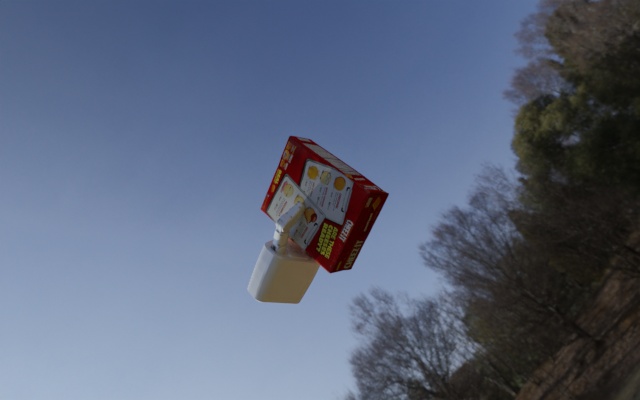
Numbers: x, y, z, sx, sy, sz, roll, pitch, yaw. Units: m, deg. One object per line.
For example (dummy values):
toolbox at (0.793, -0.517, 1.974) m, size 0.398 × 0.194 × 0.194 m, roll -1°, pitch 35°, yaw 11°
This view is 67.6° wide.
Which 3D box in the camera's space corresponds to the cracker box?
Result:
cracker box at (0.000, 0.003, 0.872) m, size 0.072 × 0.164 × 0.213 m, roll 0°, pitch 31°, yaw -49°
